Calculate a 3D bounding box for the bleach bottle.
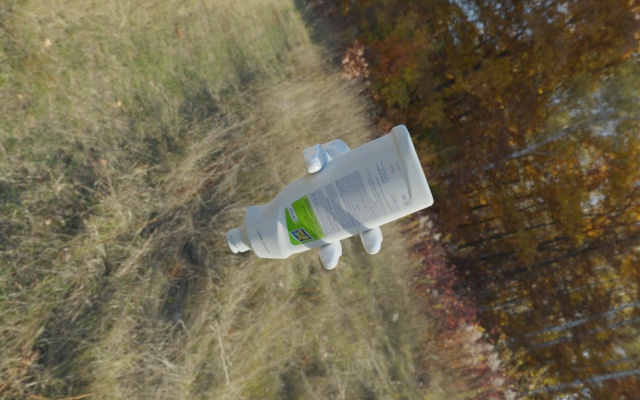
[{"bbox_3d":[0.000,0.002,0.578,0.251,0.102,0.068,-21,11,11],"label":"bleach bottle"}]
